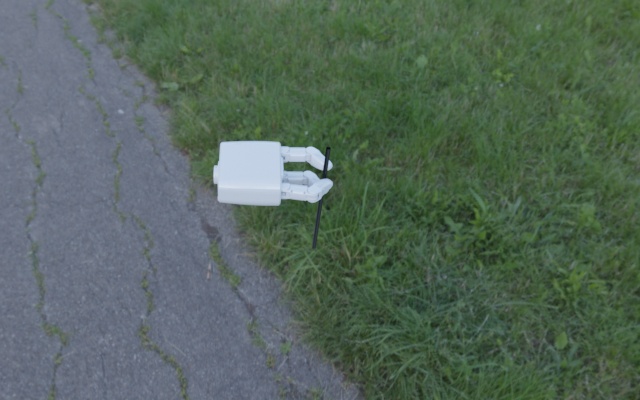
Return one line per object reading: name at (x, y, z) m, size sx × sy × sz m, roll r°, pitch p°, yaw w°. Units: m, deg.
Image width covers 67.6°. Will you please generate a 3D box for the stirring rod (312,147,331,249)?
stirring rod at (0.000, 0.003, 0.884) m, size 0.011 × 0.240 × 0.011 m, roll 5°, pitch 40°, yaw -4°
